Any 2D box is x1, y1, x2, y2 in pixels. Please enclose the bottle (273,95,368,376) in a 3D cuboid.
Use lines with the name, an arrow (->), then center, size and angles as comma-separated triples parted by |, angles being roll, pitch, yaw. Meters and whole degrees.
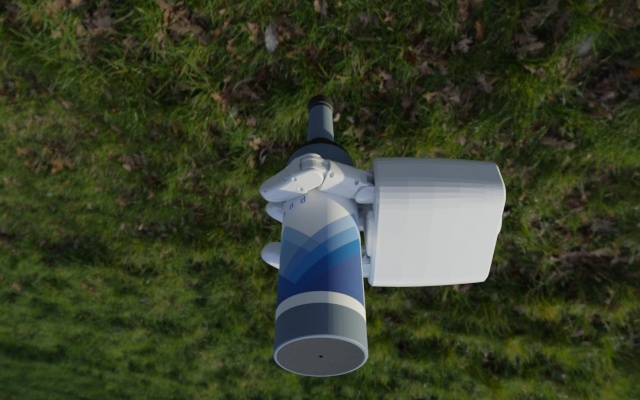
bottle -> 0.000, 0.002, 0.432 | 0.069, 0.295, 0.069 | 0, -42, 0
